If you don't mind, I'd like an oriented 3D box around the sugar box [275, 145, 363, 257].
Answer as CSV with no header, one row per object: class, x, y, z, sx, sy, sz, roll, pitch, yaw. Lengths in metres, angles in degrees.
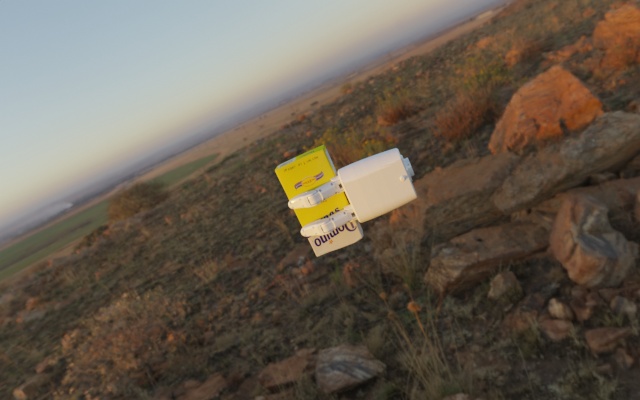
sugar box,0.000,0.003,0.832,0.093,0.176,0.048,-23,14,10
